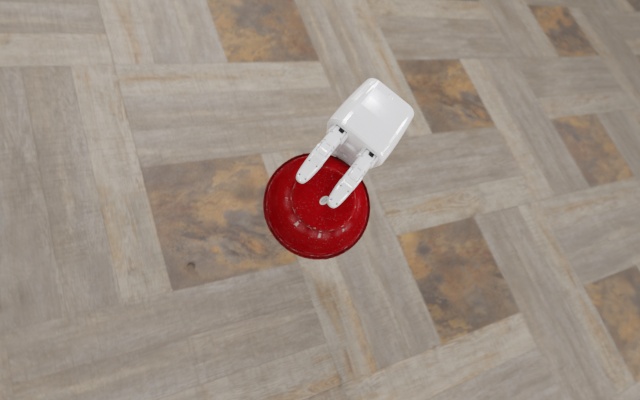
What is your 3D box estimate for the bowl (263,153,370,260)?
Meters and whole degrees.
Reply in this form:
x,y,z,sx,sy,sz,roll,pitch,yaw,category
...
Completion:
x,y,z,sx,sy,sz,roll,pitch,yaw,category
0.000,0.003,0.683,0.162,0.162,0.055,0,-10,-10,bowl
